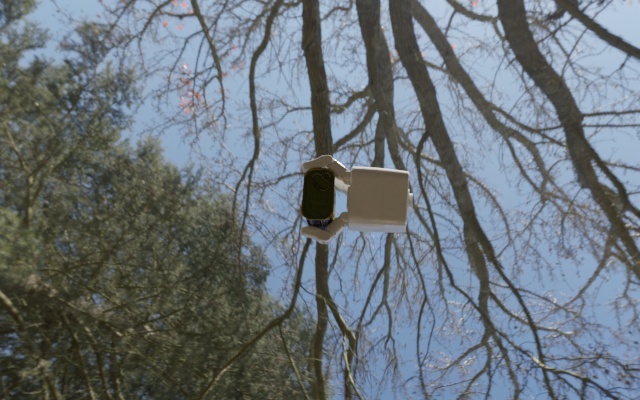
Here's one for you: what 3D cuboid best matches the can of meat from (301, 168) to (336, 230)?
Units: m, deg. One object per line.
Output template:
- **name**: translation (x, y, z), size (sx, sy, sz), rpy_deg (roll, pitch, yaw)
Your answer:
- **can of meat**: translation (0.000, 0.003, 0.894), size (0.057, 0.102, 0.084), rpy_deg (1, -23, 6)
